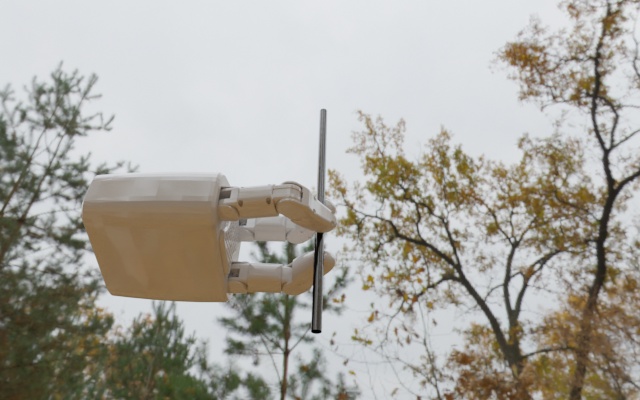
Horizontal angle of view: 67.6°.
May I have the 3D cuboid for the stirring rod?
[{"bbox_3d":[0.000,0.001,0.421,0.011,0.239,0.011,1,-39,1],"label":"stirring rod"}]
